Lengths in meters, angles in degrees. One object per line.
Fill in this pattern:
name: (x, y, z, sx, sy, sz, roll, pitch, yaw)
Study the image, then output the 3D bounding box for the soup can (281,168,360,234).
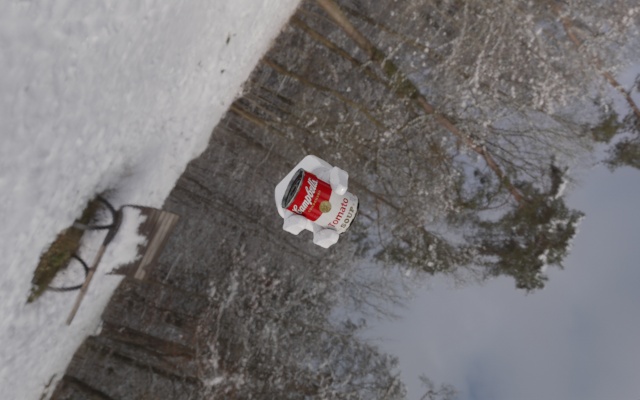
soup can: (0.001, 0.003, 0.734, 0.102, 0.068, 0.068, 26, -8, -17)
